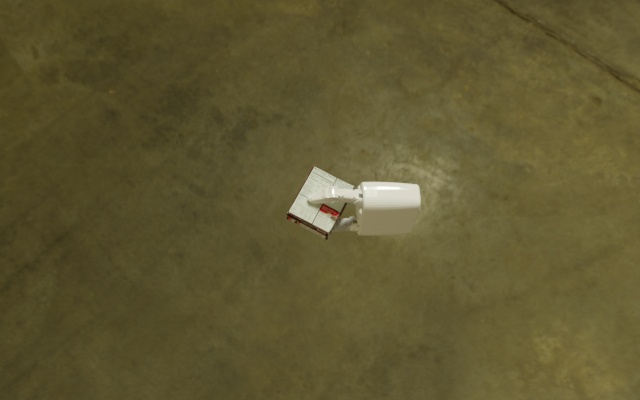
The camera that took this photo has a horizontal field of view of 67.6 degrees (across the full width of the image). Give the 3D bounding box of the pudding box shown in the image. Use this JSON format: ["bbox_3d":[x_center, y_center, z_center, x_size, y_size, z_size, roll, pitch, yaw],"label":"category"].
[{"bbox_3d":[0.000,0.003,0.894,0.090,0.113,0.039,27,-22,5],"label":"pudding box"}]
